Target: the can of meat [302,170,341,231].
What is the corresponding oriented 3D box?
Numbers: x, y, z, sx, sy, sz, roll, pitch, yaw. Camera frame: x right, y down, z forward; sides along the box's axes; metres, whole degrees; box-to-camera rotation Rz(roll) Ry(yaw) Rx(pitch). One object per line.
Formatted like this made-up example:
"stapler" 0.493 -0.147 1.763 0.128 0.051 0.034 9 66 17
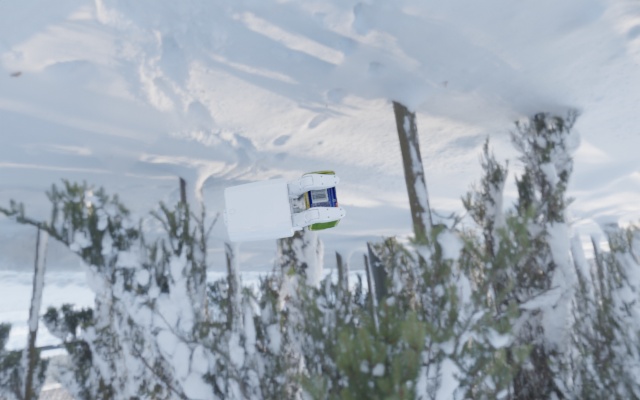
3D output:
"can of meat" 0.000 0.003 0.827 0.057 0.084 0.102 -7 -13 -5
